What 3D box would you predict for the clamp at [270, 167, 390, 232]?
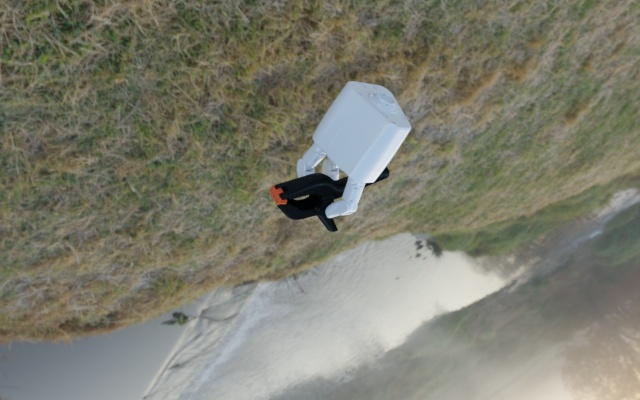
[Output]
[{"bbox_3d":[0.000,0.003,0.781,0.210,0.036,0.165,-3,-39,-41],"label":"clamp"}]
